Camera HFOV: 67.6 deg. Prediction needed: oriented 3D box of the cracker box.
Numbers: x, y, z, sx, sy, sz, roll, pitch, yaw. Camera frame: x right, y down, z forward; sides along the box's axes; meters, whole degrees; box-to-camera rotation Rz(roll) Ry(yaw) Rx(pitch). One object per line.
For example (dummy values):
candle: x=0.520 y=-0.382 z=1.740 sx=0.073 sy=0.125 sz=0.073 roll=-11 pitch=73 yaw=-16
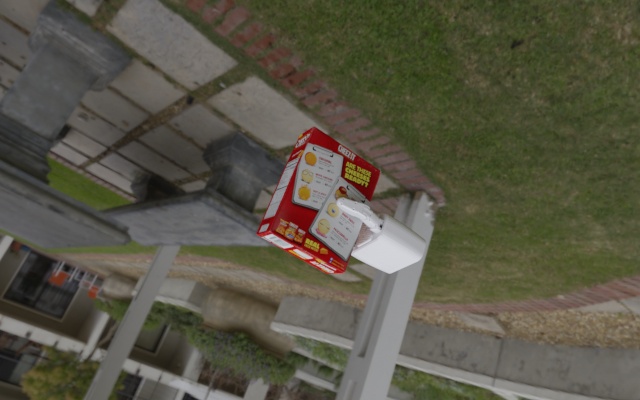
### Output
cracker box: x=0.000 y=0.003 z=0.865 sx=0.164 sy=0.213 sz=0.072 roll=31 pitch=-24 yaw=-23
